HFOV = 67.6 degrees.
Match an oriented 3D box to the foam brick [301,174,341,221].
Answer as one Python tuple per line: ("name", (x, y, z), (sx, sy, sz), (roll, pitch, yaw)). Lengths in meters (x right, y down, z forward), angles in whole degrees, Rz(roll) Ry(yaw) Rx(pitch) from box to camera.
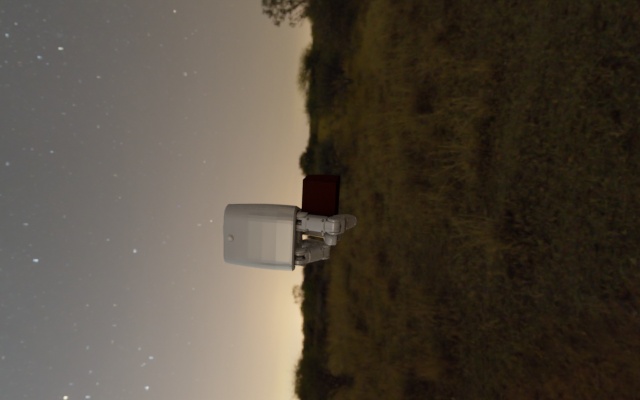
("foam brick", (0.000, 0.002, 0.720), (0.051, 0.078, 0.053), (5, 13, 8))
